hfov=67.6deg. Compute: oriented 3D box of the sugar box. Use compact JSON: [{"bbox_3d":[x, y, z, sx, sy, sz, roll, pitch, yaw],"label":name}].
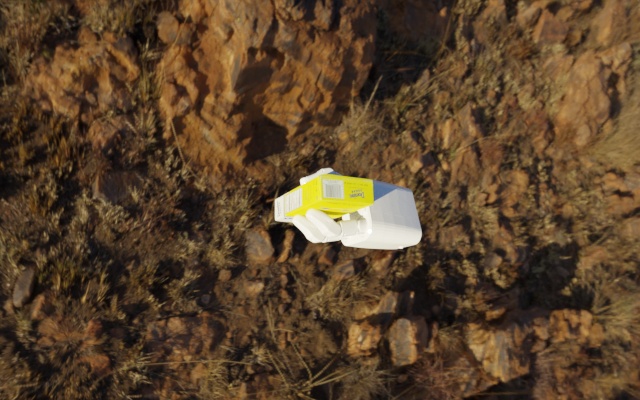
[{"bbox_3d":[0.000,0.003,0.773,0.093,0.048,0.176,5,-17,-26],"label":"sugar box"}]
